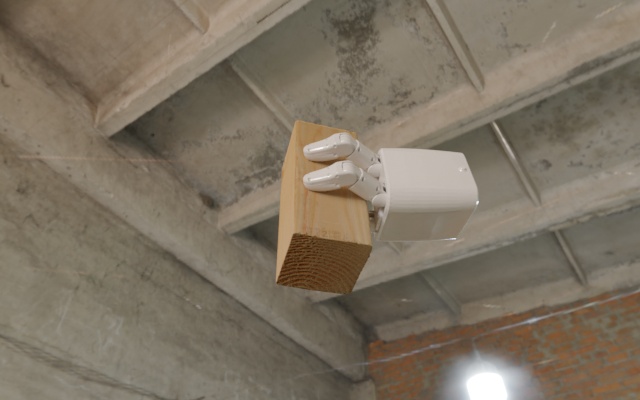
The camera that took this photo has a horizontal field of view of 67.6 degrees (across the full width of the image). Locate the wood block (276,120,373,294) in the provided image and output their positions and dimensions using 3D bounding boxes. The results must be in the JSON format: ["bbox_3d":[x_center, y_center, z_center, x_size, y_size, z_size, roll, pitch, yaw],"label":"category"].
[{"bbox_3d":[0.000,0.002,0.593,0.090,0.091,0.206,10,41,-11],"label":"wood block"}]
